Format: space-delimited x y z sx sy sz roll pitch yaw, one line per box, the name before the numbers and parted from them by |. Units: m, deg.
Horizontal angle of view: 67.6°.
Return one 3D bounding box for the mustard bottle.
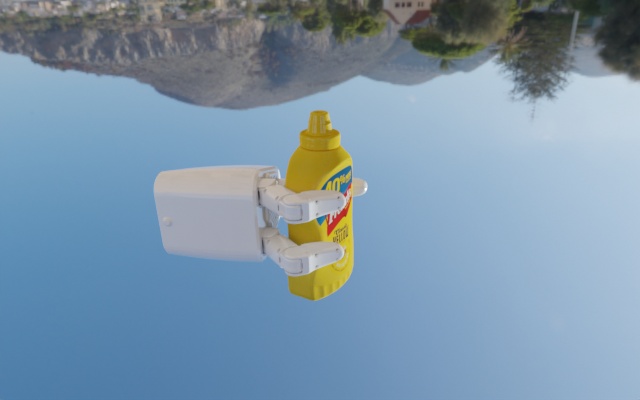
mustard bottle | 0.000 0.002 0.501 0.058 0.192 0.096 13 28 30
